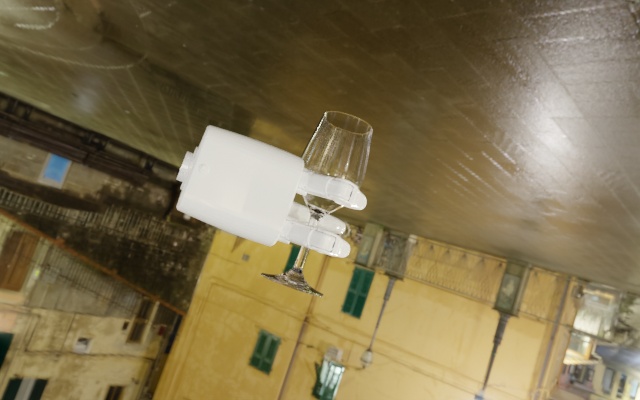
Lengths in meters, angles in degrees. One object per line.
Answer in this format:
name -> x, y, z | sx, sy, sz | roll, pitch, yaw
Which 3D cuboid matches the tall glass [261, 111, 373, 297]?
tall glass -> 0.000, 0.002, 0.547 | 0.079, 0.201, 0.079 | 19, -7, 2
